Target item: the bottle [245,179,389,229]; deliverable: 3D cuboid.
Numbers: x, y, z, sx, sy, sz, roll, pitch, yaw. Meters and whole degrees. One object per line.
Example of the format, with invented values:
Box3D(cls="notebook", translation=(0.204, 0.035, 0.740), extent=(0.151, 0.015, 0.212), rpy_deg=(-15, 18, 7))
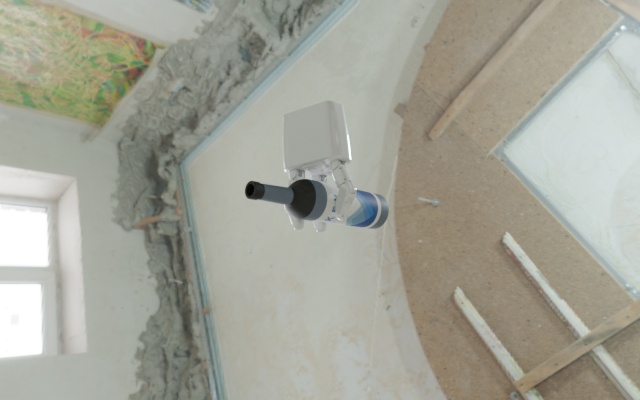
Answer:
Box3D(cls="bottle", translation=(0.000, 0.003, 0.799), extent=(0.069, 0.069, 0.296), rpy_deg=(0, -7, 45))
